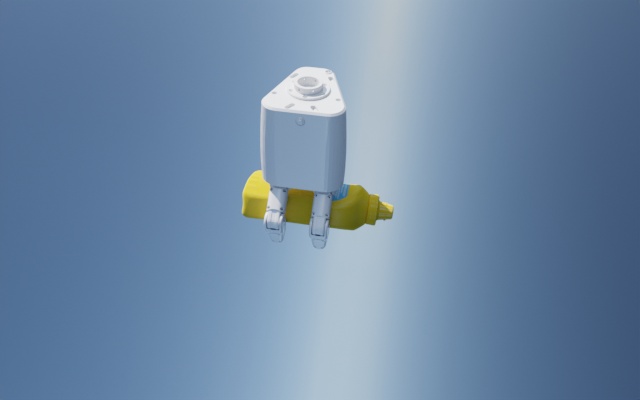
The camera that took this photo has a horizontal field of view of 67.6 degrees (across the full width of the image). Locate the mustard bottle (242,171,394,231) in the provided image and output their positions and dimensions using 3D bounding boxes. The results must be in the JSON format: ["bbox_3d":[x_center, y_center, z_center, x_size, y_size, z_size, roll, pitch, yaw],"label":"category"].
[{"bbox_3d":[0.000,0.002,0.632,0.191,0.058,0.096,7,18,5],"label":"mustard bottle"}]
